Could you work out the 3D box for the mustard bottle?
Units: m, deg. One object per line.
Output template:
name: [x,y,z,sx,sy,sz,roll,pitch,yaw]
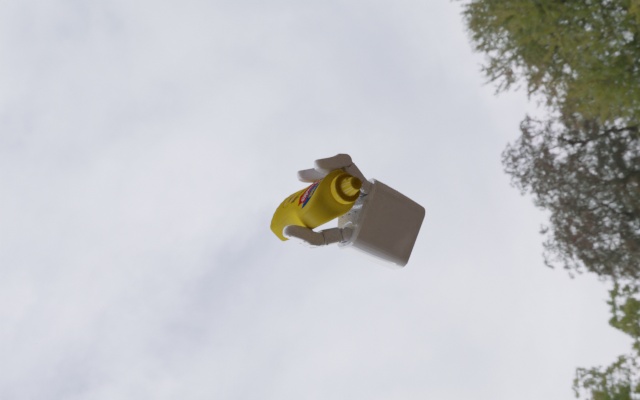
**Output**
mustard bottle: [0.000,0.002,0.698,0.096,0.058,0.192,-48,12,-32]
